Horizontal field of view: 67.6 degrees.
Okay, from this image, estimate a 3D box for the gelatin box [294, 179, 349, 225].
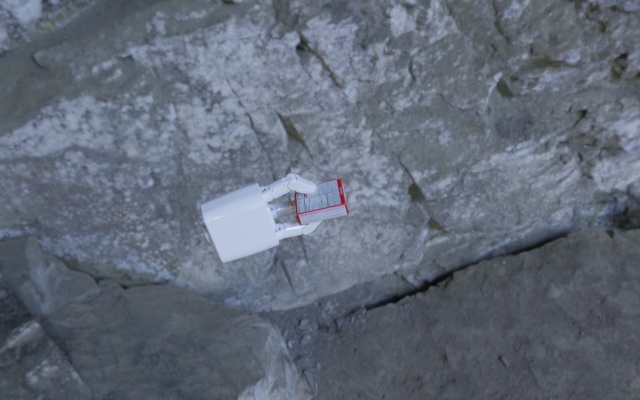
[{"bbox_3d":[0.000,0.002,0.838,0.089,0.030,0.073,-13,38,4],"label":"gelatin box"}]
